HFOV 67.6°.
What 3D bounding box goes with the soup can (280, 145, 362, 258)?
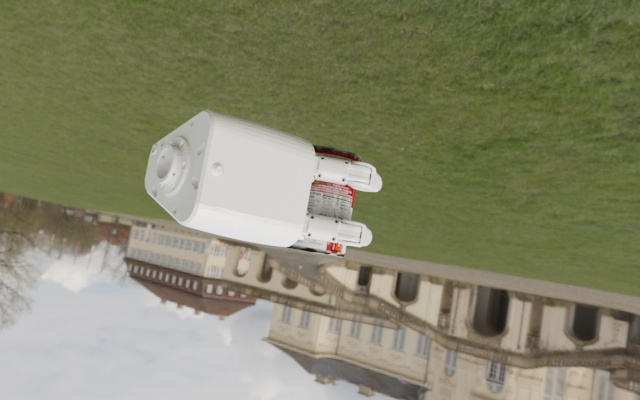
[{"bbox_3d":[0.000,0.002,0.481,0.068,0.102,0.068,10,-5,1],"label":"soup can"}]
